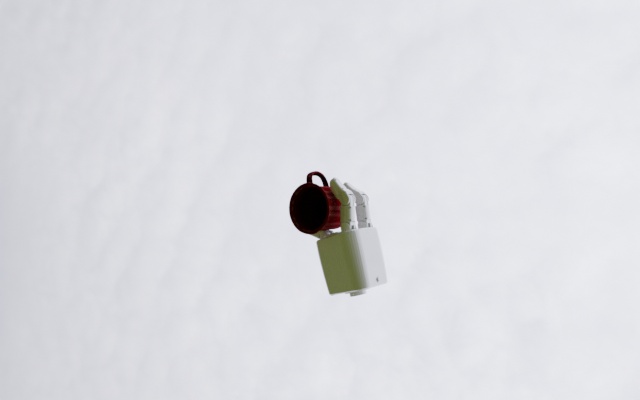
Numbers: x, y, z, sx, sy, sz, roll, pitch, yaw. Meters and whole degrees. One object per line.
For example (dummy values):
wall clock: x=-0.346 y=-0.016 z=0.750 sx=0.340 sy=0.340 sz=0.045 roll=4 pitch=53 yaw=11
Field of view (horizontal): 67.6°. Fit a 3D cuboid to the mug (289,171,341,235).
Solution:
mug: x=0.000 y=0.002 z=0.886 sx=0.093 sy=0.117 sz=0.081 roll=-18 pitch=-11 yaw=36
